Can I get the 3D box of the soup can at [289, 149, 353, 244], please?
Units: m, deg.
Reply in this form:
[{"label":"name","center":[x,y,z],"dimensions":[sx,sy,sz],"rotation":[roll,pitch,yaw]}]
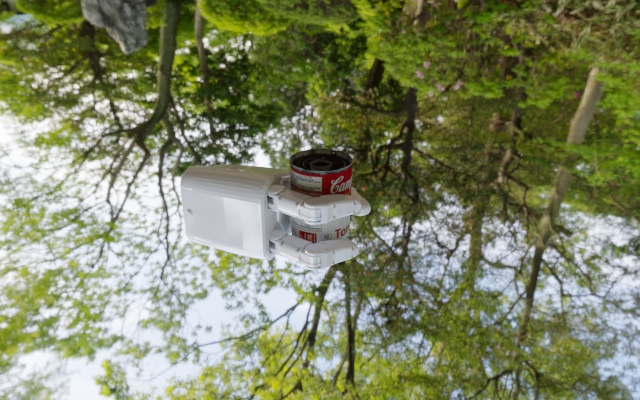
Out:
[{"label":"soup can","center":[0.001,0.002,0.531],"dimensions":[0.068,0.102,0.068],"rotation":[0,25,0]}]
